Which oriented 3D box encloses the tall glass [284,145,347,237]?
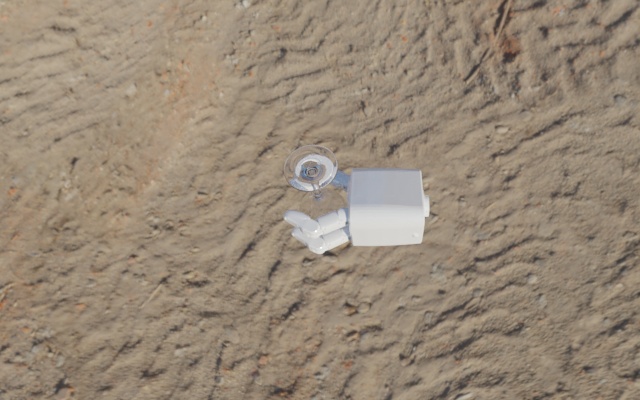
[{"bbox_3d":[0.000,0.002,0.727,0.079,0.079,0.201,0,-28,8],"label":"tall glass"}]
